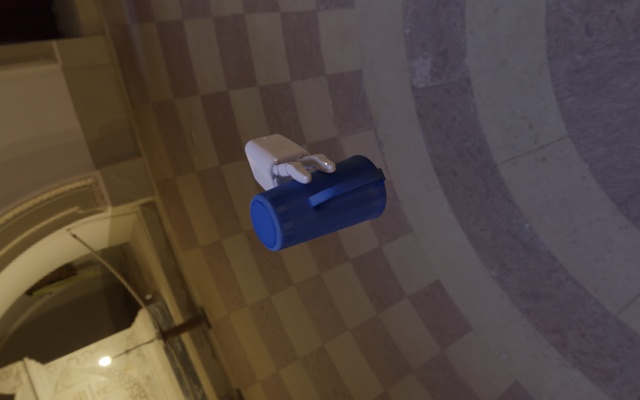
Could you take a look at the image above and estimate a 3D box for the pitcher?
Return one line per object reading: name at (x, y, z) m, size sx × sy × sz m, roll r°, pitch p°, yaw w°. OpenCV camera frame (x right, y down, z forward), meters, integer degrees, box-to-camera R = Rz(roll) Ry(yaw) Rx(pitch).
pitcher at (0.000, 0.003, 0.896) m, size 0.243 × 0.149 × 0.145 m, roll -20°, pitch 40°, yaw -30°
